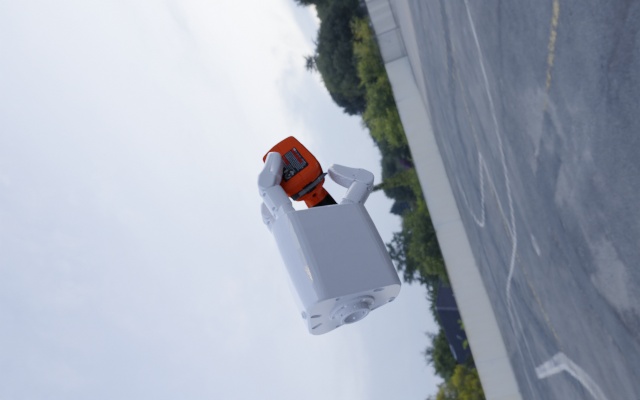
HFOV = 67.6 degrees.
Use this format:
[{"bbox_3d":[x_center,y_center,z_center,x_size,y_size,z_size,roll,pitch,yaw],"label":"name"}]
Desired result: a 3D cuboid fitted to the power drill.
[{"bbox_3d":[0.000,0.002,0.645,0.188,0.057,0.184,51,-1,-38],"label":"power drill"}]
